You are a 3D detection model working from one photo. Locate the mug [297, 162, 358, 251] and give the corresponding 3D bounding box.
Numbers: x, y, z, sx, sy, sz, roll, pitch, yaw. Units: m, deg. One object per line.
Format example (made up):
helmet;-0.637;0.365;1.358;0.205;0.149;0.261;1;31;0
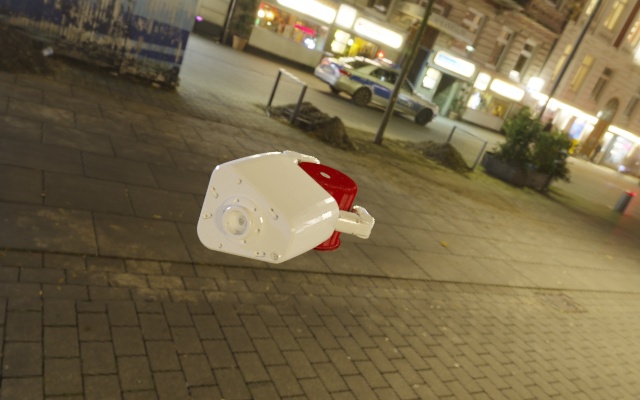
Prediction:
mug;0.001;0.002;0.604;0.093;0.081;0.117;27;20;16
